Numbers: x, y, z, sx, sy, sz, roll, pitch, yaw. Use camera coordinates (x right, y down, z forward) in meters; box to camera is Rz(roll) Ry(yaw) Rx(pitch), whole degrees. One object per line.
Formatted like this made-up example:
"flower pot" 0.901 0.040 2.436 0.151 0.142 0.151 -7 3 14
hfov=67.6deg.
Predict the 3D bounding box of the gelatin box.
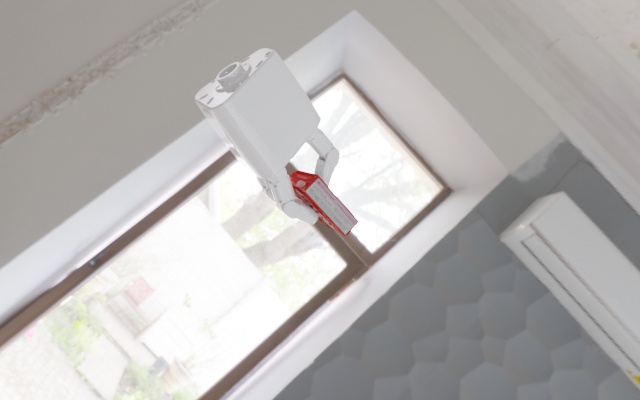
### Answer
"gelatin box" 0.001 0.002 0.626 0.089 0.030 0.073 47 -10 -22
